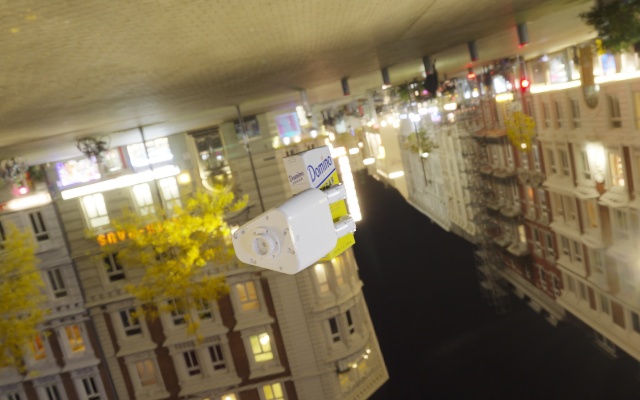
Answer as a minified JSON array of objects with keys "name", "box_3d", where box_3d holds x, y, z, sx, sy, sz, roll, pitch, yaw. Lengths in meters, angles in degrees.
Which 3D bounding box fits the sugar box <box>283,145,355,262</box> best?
[{"name":"sugar box","box_3d":[0.001,0.003,0.786,0.048,0.176,0.093,-8,11,31]}]
